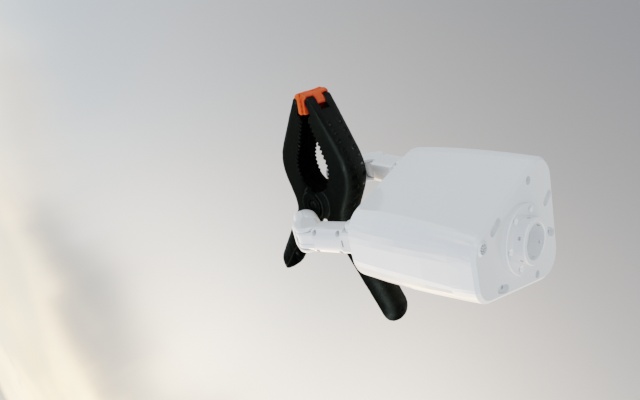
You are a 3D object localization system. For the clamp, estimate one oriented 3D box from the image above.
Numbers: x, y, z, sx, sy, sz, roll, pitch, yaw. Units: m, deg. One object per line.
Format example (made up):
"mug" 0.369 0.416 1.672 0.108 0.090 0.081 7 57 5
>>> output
"clamp" 0.000 0.001 0.451 0.036 0.210 0.164 -27 23 -36
